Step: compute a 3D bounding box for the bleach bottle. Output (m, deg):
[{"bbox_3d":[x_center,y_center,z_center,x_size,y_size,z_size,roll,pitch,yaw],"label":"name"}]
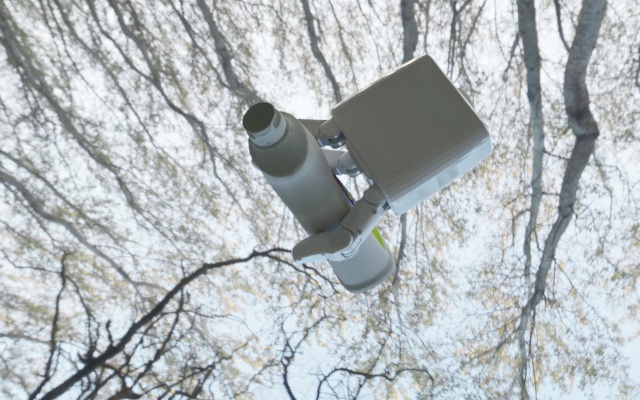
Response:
[{"bbox_3d":[0.000,0.001,0.457,0.068,0.102,0.251,-31,-35,4],"label":"bleach bottle"}]
